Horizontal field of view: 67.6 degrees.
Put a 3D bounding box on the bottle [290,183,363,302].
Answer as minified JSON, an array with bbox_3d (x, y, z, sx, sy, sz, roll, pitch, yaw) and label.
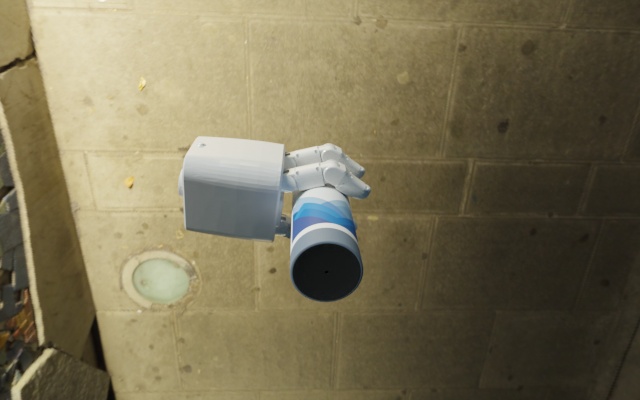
[{"bbox_3d":[0.000,0.002,0.561,0.069,0.069,0.295,0,26,-2],"label":"bottle"}]
